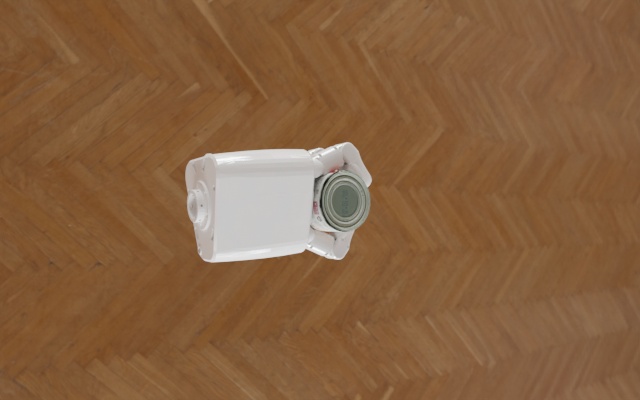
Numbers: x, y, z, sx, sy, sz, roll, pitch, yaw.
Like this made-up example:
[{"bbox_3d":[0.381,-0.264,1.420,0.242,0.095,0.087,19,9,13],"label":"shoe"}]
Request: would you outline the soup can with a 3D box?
[{"bbox_3d":[0.001,0.002,0.549,0.068,0.068,0.102,0,-2,-34],"label":"soup can"}]
